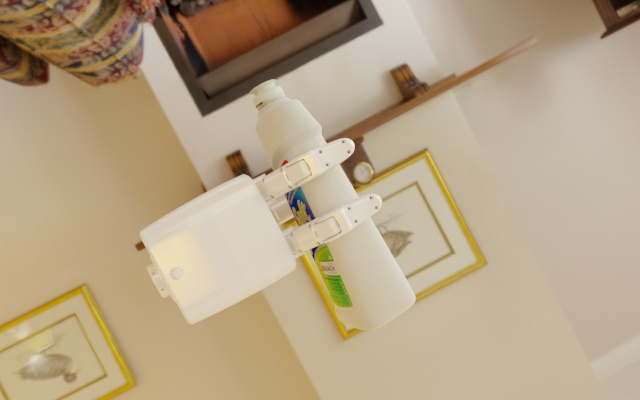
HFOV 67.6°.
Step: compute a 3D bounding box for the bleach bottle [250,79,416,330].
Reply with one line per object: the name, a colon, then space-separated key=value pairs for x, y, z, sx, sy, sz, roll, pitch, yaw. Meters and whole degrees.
bleach bottle: x=0.000 y=0.002 z=0.476 sx=0.068 sy=0.251 sz=0.102 roll=-29 pitch=3 yaw=-18
